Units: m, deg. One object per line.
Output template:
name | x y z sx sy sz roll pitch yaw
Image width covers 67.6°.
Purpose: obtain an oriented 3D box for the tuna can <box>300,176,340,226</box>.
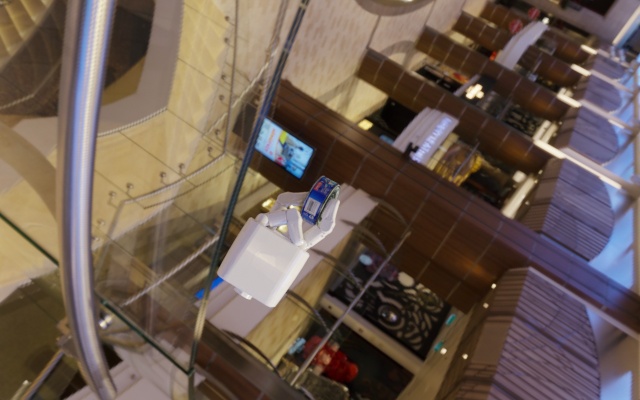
tuna can | 0.001 0.003 0.822 0.034 0.086 0.086 28 7 13
